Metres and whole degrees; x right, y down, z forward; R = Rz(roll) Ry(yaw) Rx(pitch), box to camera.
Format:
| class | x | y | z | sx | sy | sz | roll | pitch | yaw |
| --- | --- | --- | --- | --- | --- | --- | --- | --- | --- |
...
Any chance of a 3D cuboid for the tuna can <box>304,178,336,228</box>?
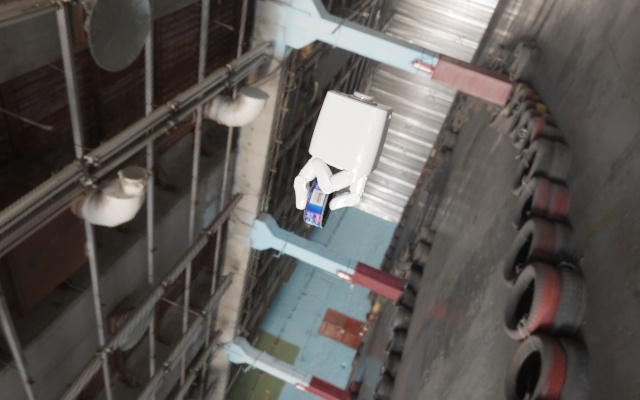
| class | x | y | z | sx | sy | sz | roll | pitch | yaw |
| --- | --- | --- | --- | --- | --- | --- | --- | --- | --- |
| tuna can | 0.000 | 0.003 | 0.836 | 0.034 | 0.086 | 0.086 | 17 | 3 | 9 |
